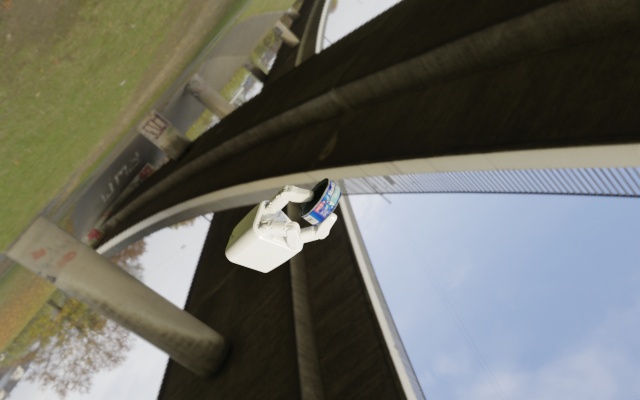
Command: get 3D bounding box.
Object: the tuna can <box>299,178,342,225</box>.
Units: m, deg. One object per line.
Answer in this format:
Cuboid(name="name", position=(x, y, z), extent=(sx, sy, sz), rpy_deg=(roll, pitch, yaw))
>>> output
Cuboid(name="tuna can", position=(0.001, 0.003, 0.875), extent=(0.034, 0.086, 0.086), rpy_deg=(36, -12, -16))
